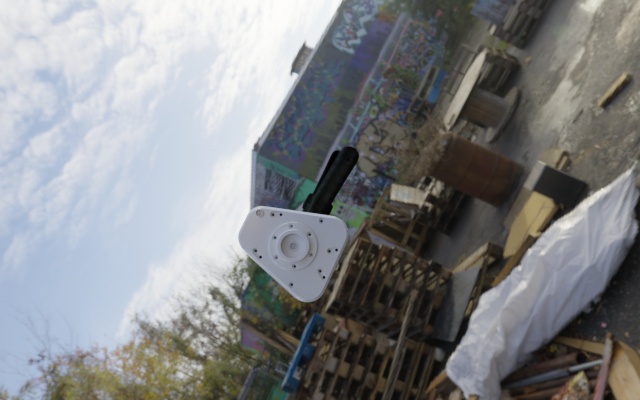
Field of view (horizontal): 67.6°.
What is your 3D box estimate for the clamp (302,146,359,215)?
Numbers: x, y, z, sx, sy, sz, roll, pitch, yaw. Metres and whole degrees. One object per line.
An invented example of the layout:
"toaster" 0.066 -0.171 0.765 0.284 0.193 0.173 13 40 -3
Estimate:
"clamp" -0.001 0.002 0.618 0.039 0.171 0.120 25 -8 0
